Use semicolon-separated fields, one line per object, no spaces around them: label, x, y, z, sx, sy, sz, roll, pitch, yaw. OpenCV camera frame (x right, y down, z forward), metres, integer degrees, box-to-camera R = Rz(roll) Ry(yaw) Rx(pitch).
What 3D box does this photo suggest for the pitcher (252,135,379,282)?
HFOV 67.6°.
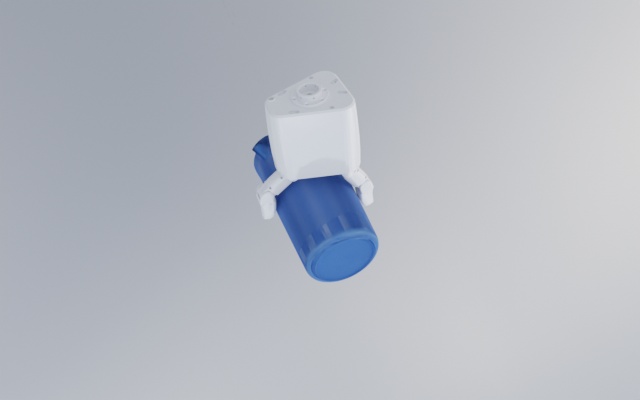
pitcher;0.000;0.002;0.728;0.149;0.145;0.242;-18;48;-11
